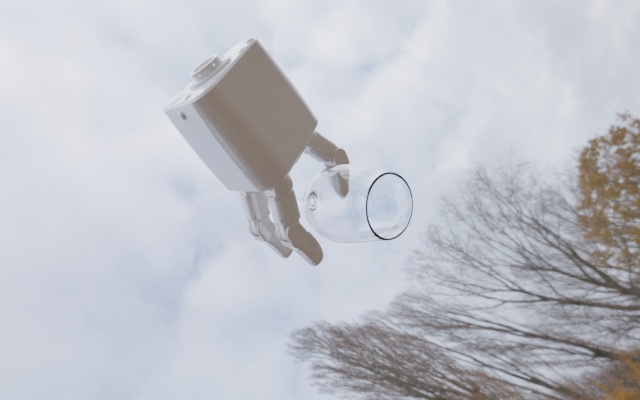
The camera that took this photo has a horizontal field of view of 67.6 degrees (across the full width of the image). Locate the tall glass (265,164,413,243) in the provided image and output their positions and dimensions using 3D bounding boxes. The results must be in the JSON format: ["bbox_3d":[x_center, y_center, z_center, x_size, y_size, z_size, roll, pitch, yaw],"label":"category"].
[{"bbox_3d":[0.000,0.002,0.504,0.079,0.079,0.201,0,2,-39],"label":"tall glass"}]
